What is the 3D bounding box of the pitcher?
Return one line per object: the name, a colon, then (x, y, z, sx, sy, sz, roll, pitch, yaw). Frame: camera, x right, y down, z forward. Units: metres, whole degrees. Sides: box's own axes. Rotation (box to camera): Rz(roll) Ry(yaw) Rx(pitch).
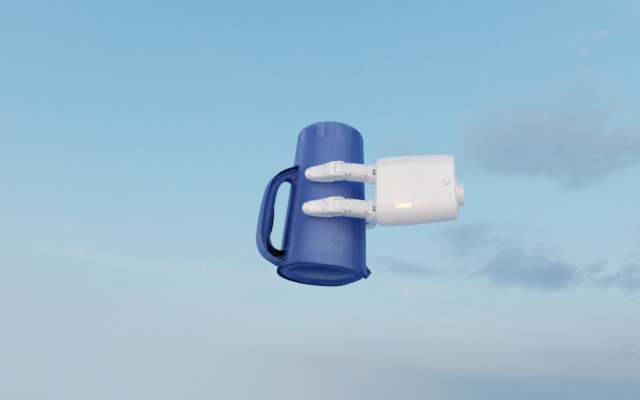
pitcher: (0.000, 0.002, 0.731, 0.145, 0.242, 0.149, -4, -24, 17)
